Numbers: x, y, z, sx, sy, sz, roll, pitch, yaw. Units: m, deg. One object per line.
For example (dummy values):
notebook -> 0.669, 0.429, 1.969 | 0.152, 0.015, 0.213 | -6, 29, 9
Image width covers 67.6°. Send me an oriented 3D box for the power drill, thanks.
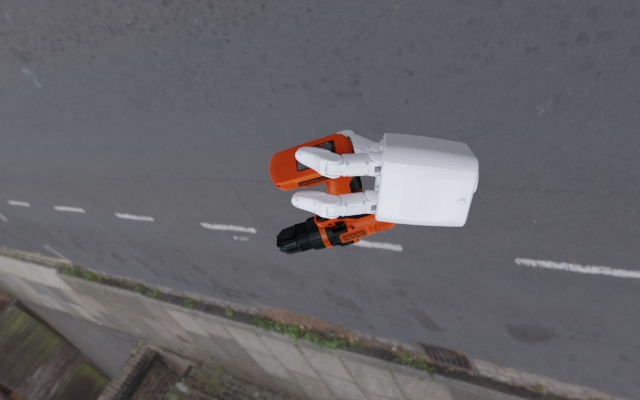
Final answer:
power drill -> 0.000, 0.002, 0.648 | 0.184, 0.057, 0.188 | -18, -37, 9
